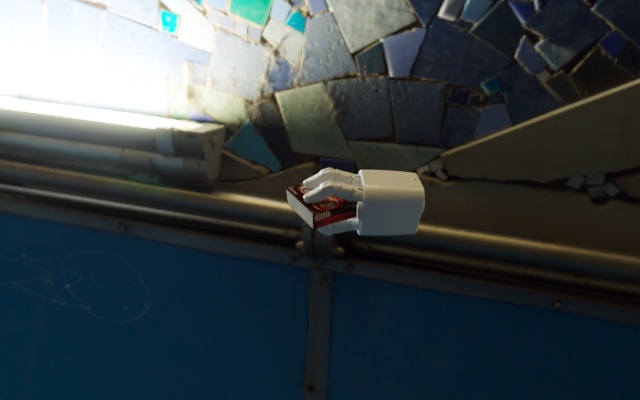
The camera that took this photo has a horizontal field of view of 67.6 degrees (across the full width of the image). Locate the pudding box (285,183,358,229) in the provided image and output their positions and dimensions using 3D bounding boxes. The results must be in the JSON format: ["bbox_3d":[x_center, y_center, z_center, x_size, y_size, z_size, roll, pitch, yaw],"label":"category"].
[{"bbox_3d":[0.000,0.003,0.860,0.090,0.039,0.113,-14,29,-26],"label":"pudding box"}]
